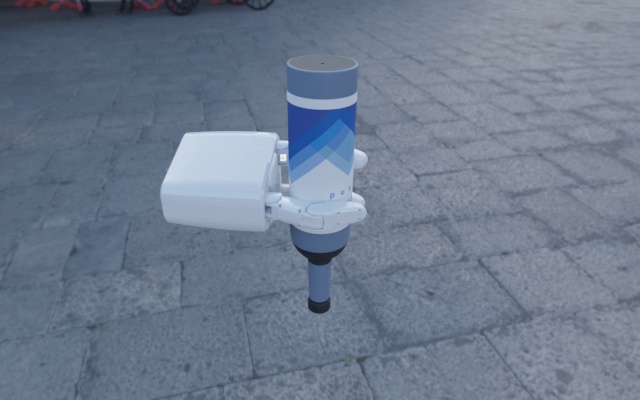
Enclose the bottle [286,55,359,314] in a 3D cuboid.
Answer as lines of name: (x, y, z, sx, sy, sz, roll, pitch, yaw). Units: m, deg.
bottle: (0.000, 0.001, 0.510, 0.069, 0.296, 0.069, 1, 30, 0)
